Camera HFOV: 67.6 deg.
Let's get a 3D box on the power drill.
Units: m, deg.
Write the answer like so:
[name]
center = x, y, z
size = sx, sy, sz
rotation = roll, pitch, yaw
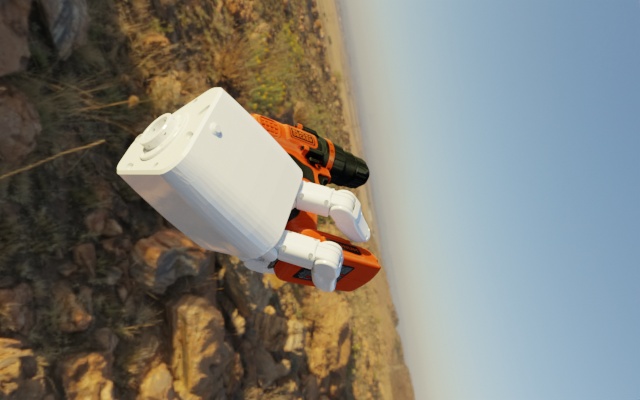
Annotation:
[power drill]
center = 0.000, 0.002, 0.510
size = 0.184, 0.187, 0.057
rotation = 15, -48, -35
